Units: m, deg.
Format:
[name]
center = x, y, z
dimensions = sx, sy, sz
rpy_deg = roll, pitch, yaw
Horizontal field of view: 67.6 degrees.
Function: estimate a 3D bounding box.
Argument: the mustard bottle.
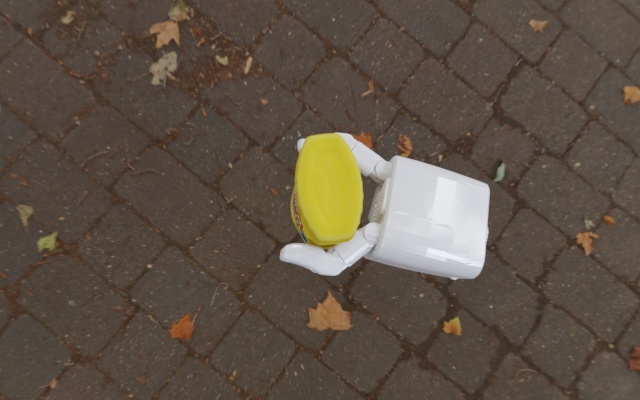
[mustard bottle]
center = 0.000, 0.002, 0.495
dimensions = 0.058, 0.096, 0.191
rpy_deg = -8, -8, -6
